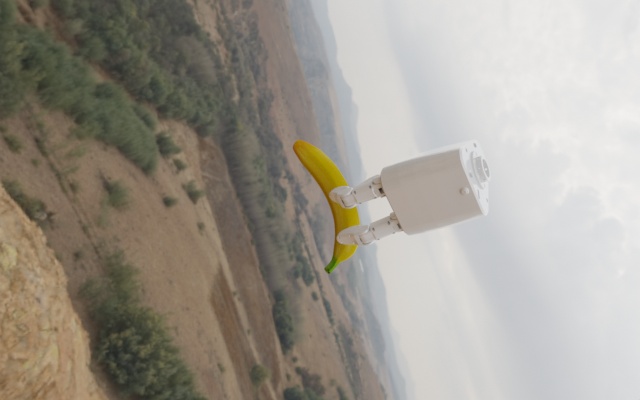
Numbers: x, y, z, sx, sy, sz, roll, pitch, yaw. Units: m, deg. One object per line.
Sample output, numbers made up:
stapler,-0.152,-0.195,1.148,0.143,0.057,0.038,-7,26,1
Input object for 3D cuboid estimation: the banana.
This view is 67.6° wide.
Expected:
banana,0.017,0.002,0.692,0.069,0.198,0.037,-14,-3,-29
